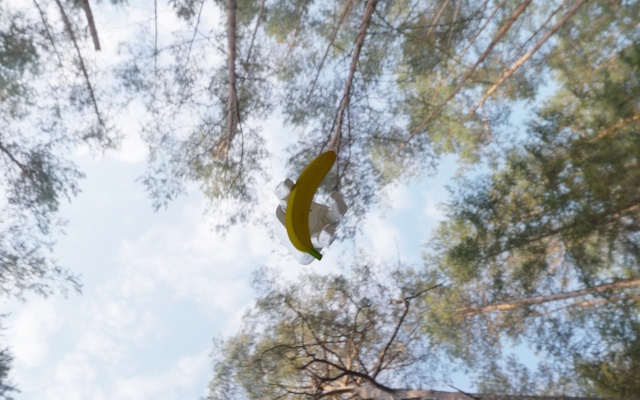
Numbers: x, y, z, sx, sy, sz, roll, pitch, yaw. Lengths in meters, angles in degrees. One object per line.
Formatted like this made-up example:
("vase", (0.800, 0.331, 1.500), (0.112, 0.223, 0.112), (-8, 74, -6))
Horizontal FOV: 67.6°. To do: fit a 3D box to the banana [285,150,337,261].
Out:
("banana", (-0.019, 0.003, 0.775), (0.069, 0.197, 0.037), (8, -24, 0))
